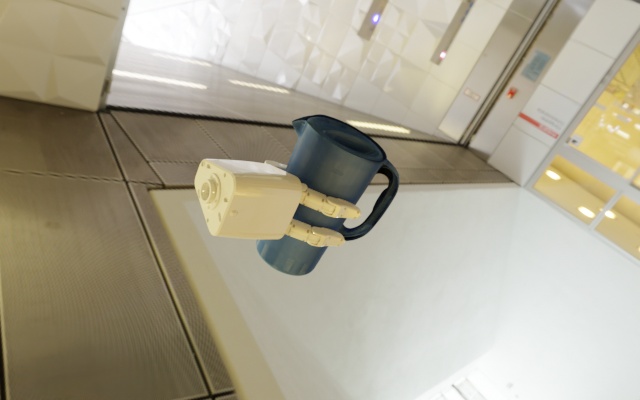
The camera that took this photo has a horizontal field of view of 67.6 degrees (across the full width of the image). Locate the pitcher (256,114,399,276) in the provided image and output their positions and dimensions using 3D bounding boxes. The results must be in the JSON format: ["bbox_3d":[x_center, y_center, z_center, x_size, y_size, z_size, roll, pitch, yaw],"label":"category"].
[{"bbox_3d":[0.000,0.002,0.749,0.145,0.243,0.149,5,33,-40],"label":"pitcher"}]
